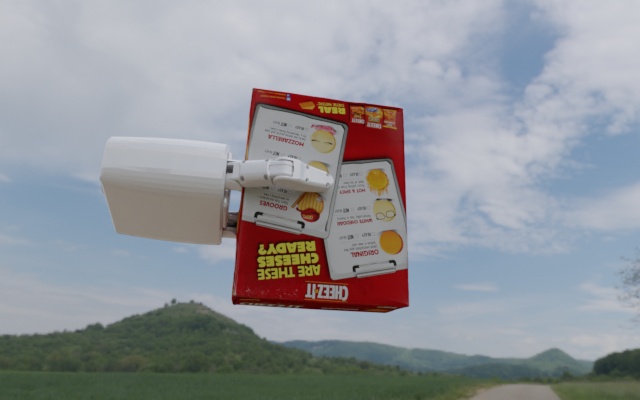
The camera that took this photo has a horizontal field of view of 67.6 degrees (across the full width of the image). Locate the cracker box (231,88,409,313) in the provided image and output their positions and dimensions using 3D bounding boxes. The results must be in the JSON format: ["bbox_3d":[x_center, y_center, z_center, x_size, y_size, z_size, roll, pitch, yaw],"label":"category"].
[{"bbox_3d":[0.000,0.001,0.490,0.164,0.213,0.072,6,-20,-10],"label":"cracker box"}]
